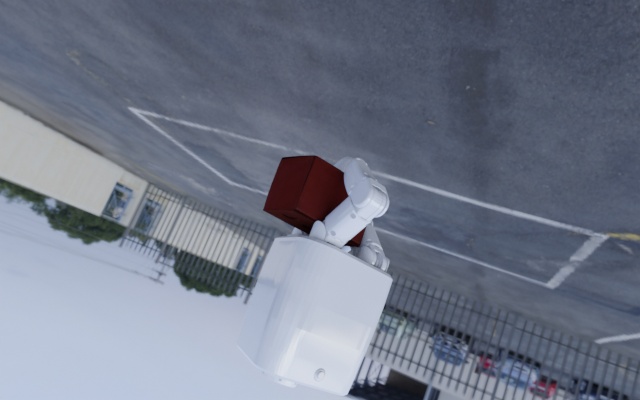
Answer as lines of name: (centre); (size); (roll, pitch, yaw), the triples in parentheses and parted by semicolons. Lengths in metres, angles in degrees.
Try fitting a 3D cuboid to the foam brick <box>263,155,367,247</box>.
foam brick: (0.000, 0.001, 0.415); (0.078, 0.051, 0.053); (30, -16, -32)
